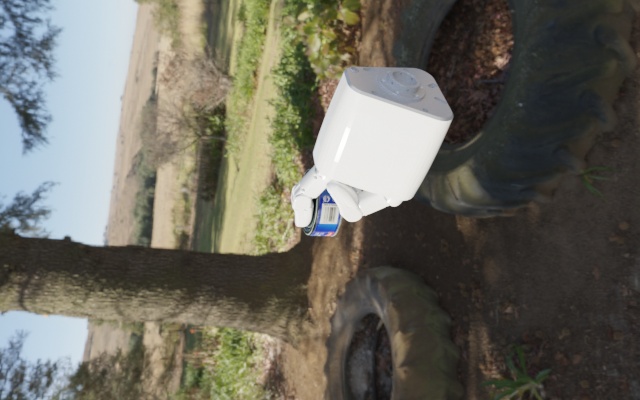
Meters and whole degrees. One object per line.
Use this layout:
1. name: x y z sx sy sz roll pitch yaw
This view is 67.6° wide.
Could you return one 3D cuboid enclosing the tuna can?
1. tuna can: 0.000 0.002 0.594 0.034 0.086 0.086 2 -1 -16
